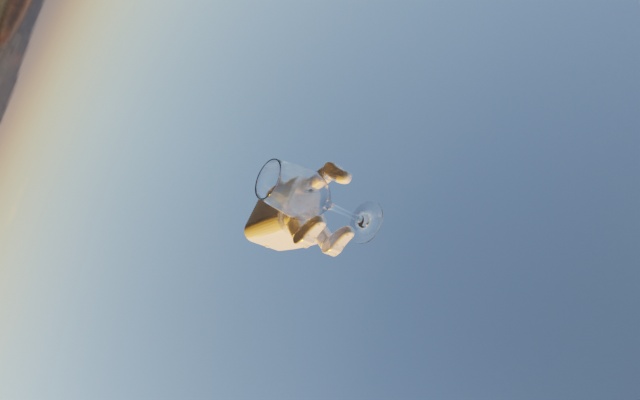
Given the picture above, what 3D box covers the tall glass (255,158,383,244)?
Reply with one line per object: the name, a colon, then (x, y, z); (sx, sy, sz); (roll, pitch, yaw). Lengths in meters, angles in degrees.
tall glass: (0.001, 0.003, 0.724); (0.201, 0.079, 0.079); (24, -15, -35)
